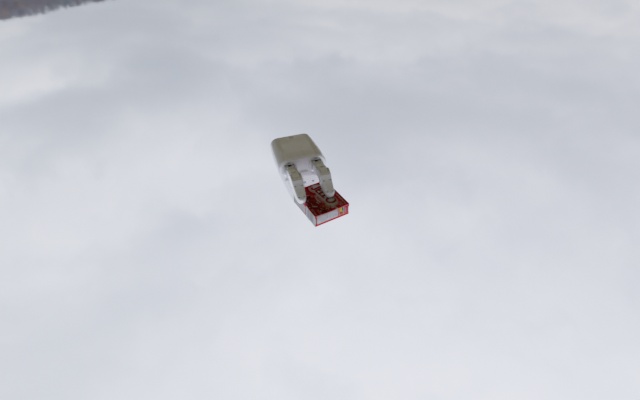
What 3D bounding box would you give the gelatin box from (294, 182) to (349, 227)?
[{"bbox_3d":[0.000,0.003,0.896,0.073,0.030,0.089,-20,43,-22],"label":"gelatin box"}]
